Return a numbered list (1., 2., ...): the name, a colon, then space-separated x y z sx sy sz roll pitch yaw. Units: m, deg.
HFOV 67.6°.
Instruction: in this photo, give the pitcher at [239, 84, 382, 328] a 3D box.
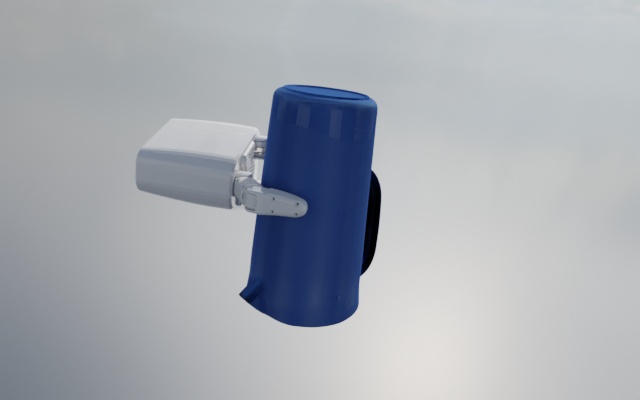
1. pitcher: 0.000 0.002 0.529 0.145 0.243 0.149 9 19 4
